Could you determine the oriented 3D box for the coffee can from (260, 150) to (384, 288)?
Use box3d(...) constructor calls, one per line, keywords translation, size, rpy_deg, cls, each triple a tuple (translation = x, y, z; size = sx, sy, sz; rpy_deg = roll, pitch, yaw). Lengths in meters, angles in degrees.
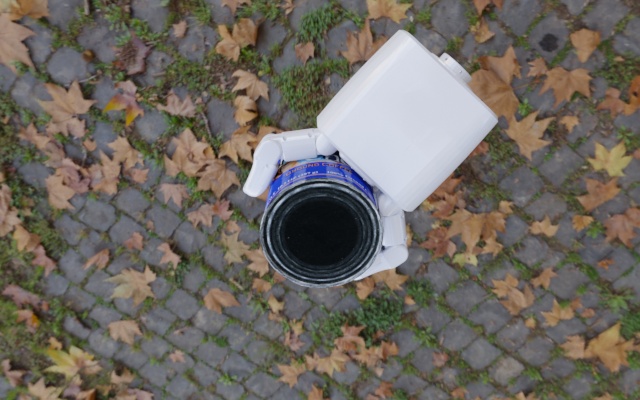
box3d(translation=(0.000, 0.002, 0.456), size=(0.103, 0.103, 0.140), rpy_deg=(0, 24, -1), cls="coffee can")
